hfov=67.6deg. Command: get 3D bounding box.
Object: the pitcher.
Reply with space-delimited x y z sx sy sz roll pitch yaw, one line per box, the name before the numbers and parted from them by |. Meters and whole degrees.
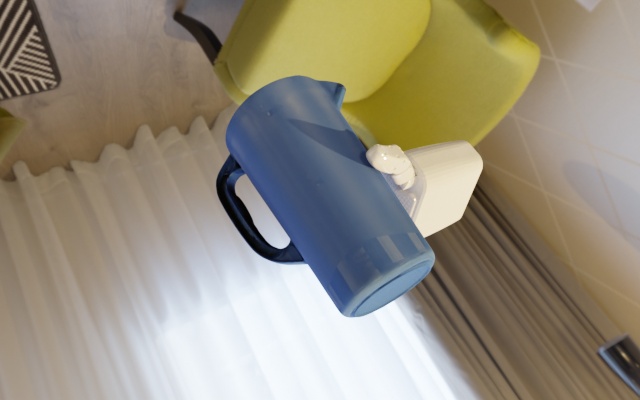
pitcher | 0.000 0.002 0.507 0.145 0.242 0.149 -15 -30 -34
